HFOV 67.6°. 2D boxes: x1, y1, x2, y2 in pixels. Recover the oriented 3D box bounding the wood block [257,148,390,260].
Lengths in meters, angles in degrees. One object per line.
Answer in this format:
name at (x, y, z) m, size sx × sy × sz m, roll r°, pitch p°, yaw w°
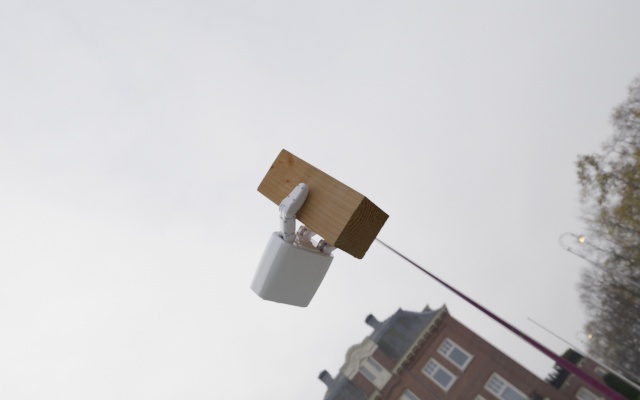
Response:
wood block at (0.000, 0.003, 0.803) m, size 0.206 × 0.090 × 0.091 m, roll 33°, pitch 0°, yaw 39°
